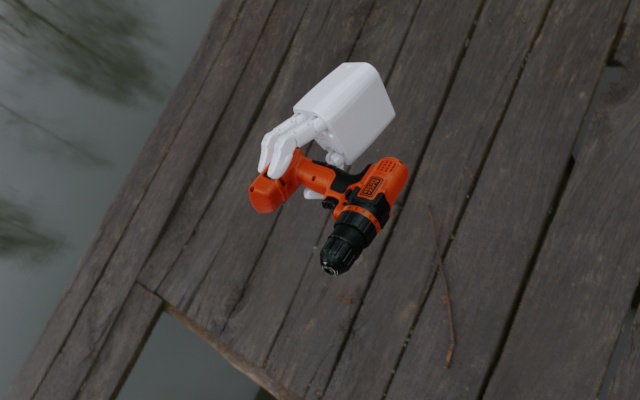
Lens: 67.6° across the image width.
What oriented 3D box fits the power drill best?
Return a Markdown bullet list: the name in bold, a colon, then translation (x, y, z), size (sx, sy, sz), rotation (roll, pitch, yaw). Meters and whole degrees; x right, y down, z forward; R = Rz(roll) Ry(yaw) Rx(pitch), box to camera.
- **power drill**: translation (0.000, 0.002, 0.628), size (0.187, 0.057, 0.184), rotation (17, 53, 30)
